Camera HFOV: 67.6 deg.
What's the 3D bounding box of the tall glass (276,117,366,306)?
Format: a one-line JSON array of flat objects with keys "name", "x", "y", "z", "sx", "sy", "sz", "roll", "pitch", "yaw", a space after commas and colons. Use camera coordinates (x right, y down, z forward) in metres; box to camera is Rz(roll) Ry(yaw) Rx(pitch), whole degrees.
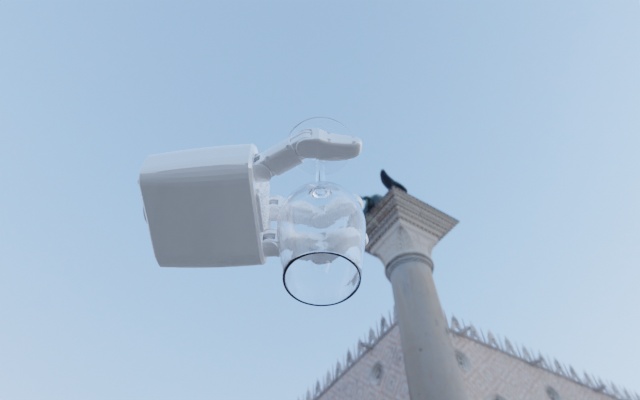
[{"name": "tall glass", "x": 0.000, "y": 0.001, "z": 0.448, "sx": 0.079, "sy": 0.079, "sz": 0.200, "roll": 0, "pitch": 37, "yaw": -1}]
